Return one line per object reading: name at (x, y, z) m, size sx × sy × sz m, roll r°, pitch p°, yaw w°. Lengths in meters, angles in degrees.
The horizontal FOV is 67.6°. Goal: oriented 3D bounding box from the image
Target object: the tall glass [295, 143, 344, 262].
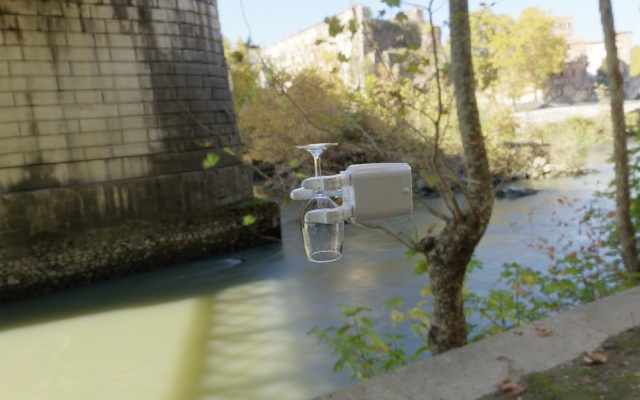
tall glass at (0.000, 0.002, 0.837) m, size 0.079 × 0.201 × 0.079 m, roll -4°, pitch 9°, yaw 1°
